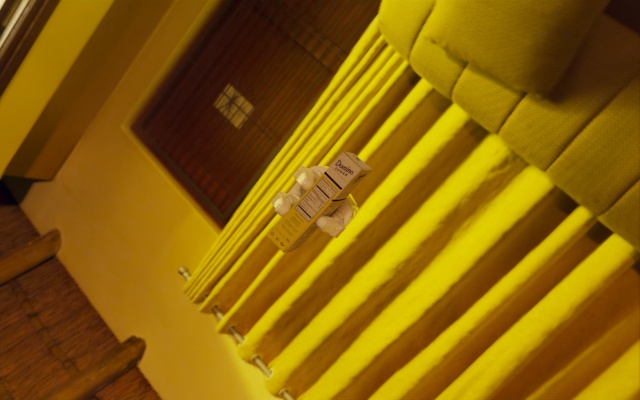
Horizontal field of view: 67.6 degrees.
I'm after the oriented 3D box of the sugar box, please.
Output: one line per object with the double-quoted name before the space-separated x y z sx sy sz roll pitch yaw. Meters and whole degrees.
"sugar box" 0.000 0.002 0.740 0.048 0.176 0.093 42 12 10
